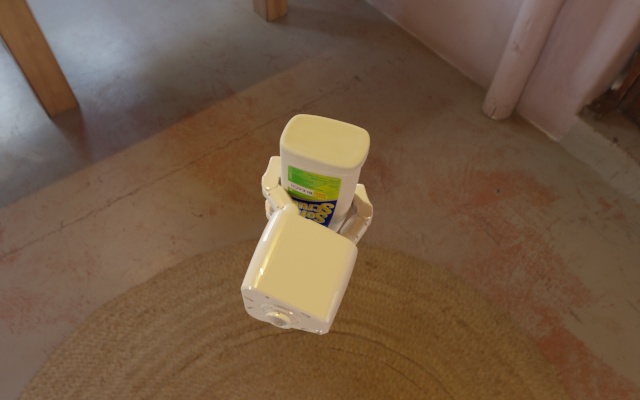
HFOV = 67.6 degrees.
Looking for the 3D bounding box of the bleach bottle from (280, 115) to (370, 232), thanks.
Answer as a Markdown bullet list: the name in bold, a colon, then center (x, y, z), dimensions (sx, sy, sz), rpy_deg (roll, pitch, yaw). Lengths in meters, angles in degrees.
- **bleach bottle**: center (0.000, 0.002, 0.632), dimensions (0.102, 0.068, 0.251), rpy_deg (17, -34, 10)
